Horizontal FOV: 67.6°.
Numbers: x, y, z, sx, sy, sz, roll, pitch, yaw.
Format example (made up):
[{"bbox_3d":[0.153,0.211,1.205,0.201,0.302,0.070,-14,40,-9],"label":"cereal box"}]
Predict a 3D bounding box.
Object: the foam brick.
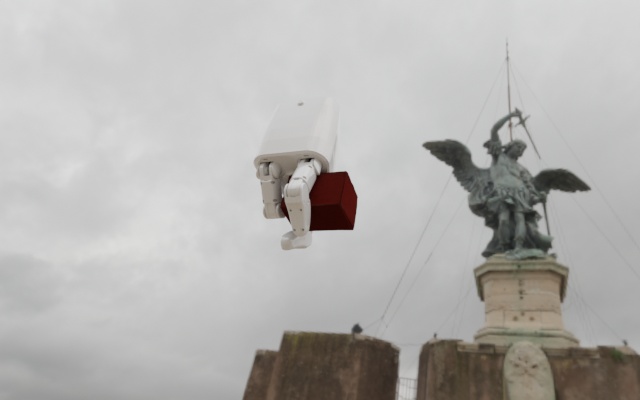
[{"bbox_3d":[0.000,0.002,0.573,0.078,0.051,0.053,-3,-39,22],"label":"foam brick"}]
